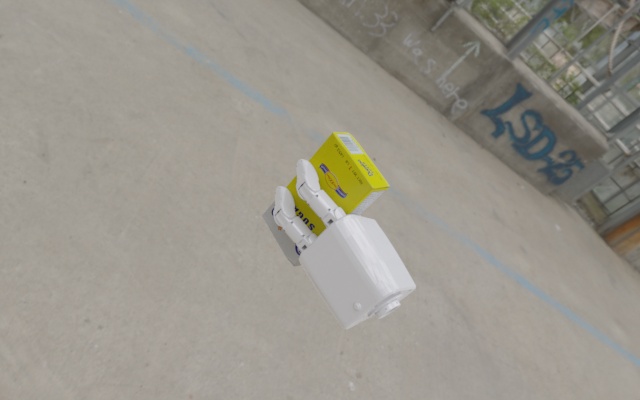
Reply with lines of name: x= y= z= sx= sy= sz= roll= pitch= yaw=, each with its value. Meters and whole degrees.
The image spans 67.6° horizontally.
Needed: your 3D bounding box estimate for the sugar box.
sugar box: x=0.000 y=0.002 z=0.631 sx=0.048 sy=0.093 sz=0.176 roll=-6 pitch=-34 yaw=-51
